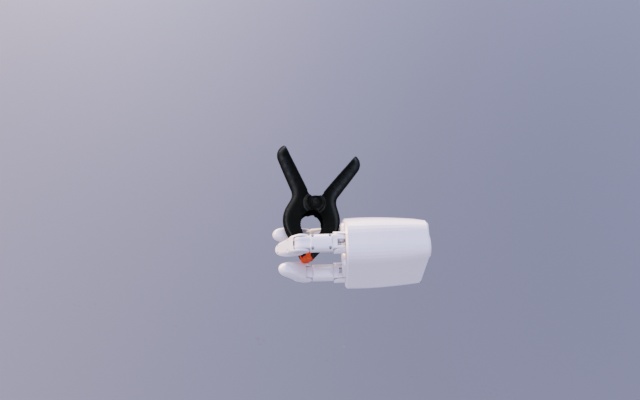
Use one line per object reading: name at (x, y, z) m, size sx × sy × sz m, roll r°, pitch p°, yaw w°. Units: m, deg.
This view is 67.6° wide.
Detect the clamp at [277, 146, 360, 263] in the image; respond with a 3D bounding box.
clamp at (0.000, 0.002, 0.671) m, size 0.120 × 0.171 × 0.039 m, roll -2°, pitch -17°, yaw -2°
